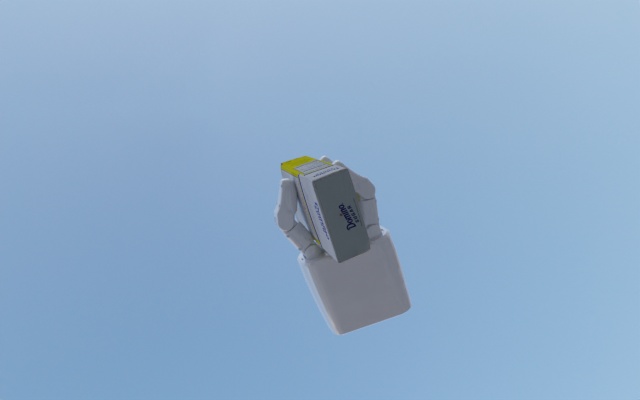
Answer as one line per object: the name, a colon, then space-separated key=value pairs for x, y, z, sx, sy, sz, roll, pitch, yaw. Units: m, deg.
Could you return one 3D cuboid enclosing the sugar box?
sugar box: x=0.001 y=0.002 z=0.557 sx=0.048 sy=0.093 sz=0.176 roll=-21 pitch=15 yaw=-13
